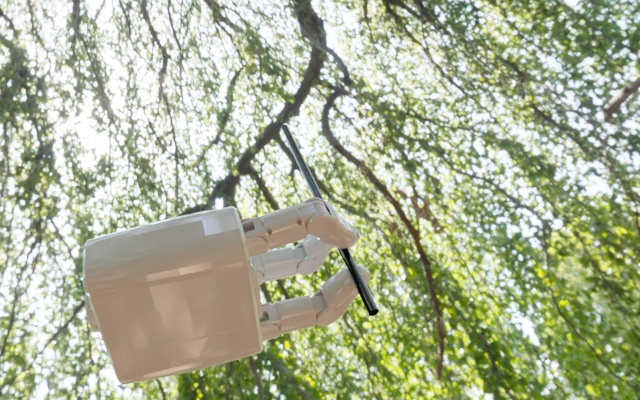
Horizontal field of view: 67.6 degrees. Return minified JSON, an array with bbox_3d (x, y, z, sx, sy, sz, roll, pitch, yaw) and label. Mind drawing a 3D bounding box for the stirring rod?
[{"bbox_3d":[0.000,0.001,0.423,0.011,0.011,0.239,0,41,-25],"label":"stirring rod"}]
